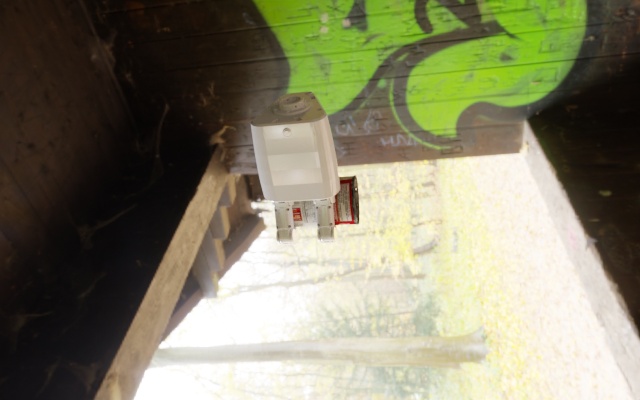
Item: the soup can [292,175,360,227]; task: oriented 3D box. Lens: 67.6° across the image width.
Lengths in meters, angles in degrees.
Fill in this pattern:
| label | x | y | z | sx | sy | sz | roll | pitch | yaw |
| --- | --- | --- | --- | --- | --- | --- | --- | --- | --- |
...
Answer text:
| label | x | y | z | sx | sy | sz | roll | pitch | yaw |
| --- | --- | --- | --- | --- | --- | --- | --- | --- | --- |
| soup can | 0.000 | 0.003 | 0.657 | 0.102 | 0.068 | 0.068 | -3 | -1 | 9 |
